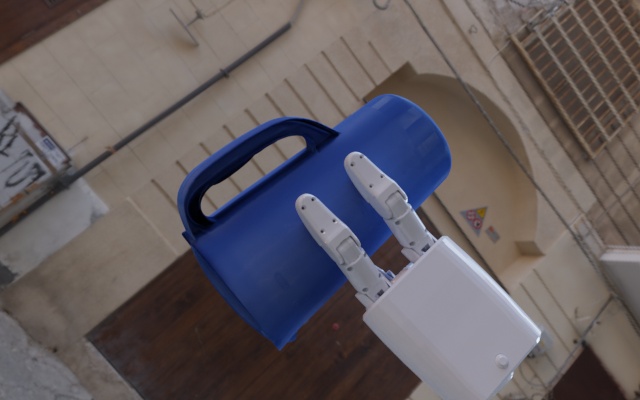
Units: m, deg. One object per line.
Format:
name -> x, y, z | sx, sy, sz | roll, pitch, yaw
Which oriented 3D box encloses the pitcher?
pitcher -> 0.000, 0.002, 0.441 | 0.243, 0.145, 0.149 | -40, -17, -16
